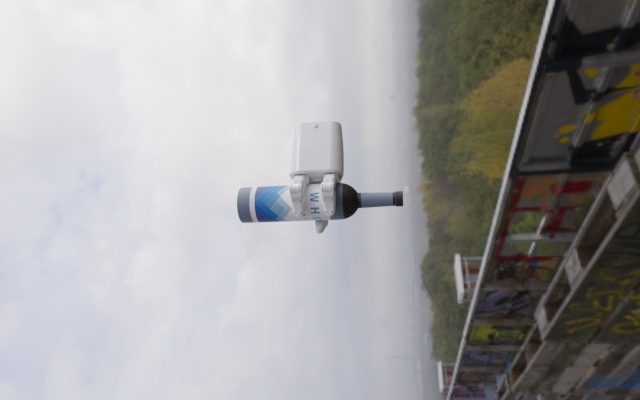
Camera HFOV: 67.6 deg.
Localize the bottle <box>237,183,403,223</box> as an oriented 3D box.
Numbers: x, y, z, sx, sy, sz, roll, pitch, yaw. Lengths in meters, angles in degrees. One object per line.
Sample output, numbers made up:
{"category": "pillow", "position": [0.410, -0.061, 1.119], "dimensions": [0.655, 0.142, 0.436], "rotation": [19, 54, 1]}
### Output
{"category": "bottle", "position": [0.000, 0.003, 0.865], "dimensions": [0.296, 0.069, 0.069], "rotation": [-2, 0, 9]}
